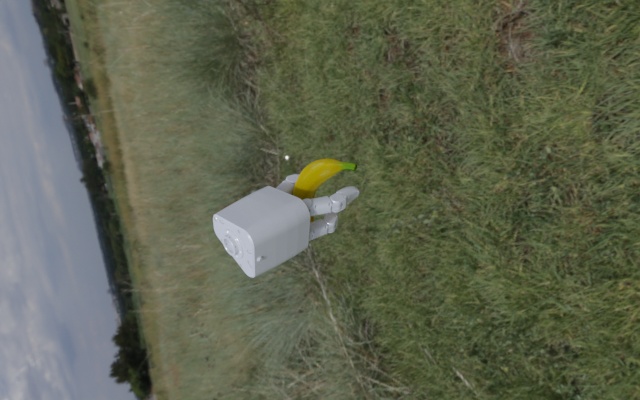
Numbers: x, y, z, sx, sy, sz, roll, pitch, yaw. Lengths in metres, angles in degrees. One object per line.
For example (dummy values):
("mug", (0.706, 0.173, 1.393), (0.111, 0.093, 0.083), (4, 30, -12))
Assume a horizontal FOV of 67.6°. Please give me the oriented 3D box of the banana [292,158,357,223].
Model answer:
("banana", (-0.013, -0.011, 0.784), (0.037, 0.069, 0.198), (-48, -5, -40))
